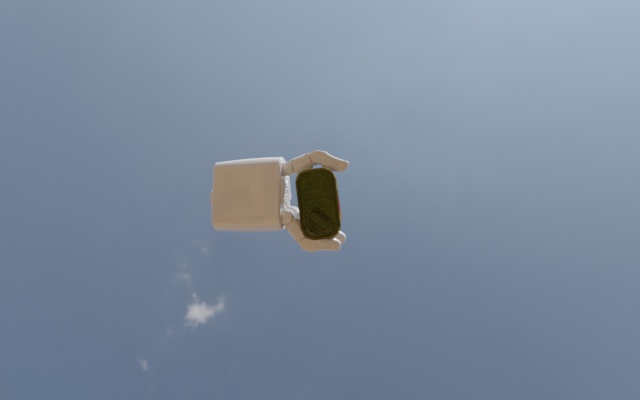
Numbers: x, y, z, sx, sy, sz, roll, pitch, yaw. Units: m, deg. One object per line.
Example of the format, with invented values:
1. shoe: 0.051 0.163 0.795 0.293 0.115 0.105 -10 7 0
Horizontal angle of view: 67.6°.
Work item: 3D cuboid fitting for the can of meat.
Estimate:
1. can of meat: 0.000 0.002 0.713 0.057 0.102 0.084 -7 3 5
